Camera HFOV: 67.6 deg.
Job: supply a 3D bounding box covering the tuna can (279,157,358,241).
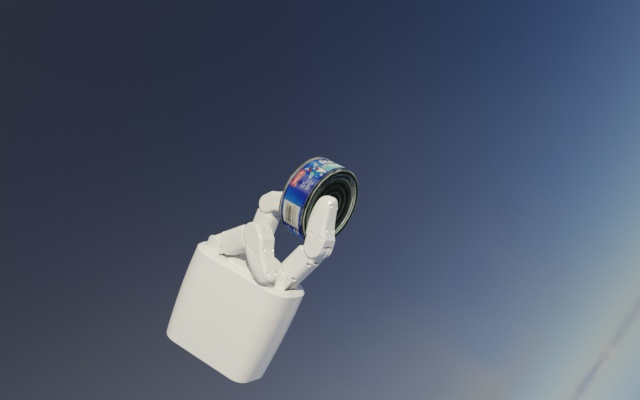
[{"bbox_3d":[0.001,0.002,0.486,0.033,0.086,0.086,28,17,35],"label":"tuna can"}]
